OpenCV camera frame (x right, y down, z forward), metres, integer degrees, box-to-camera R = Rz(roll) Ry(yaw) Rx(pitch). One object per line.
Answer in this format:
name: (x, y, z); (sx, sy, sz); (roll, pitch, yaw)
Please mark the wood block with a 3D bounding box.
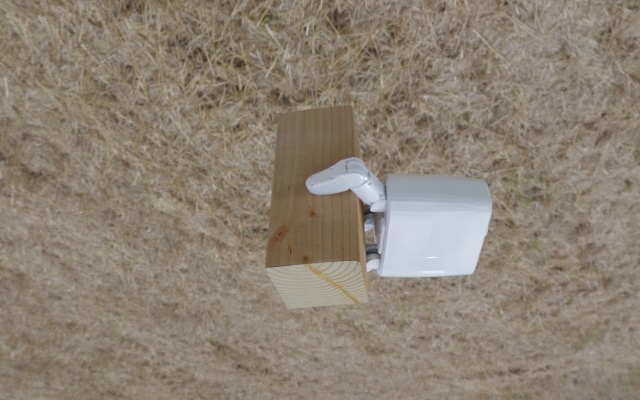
wood block: (0.000, 0.002, 0.526); (0.090, 0.206, 0.091); (-6, -38, 8)
